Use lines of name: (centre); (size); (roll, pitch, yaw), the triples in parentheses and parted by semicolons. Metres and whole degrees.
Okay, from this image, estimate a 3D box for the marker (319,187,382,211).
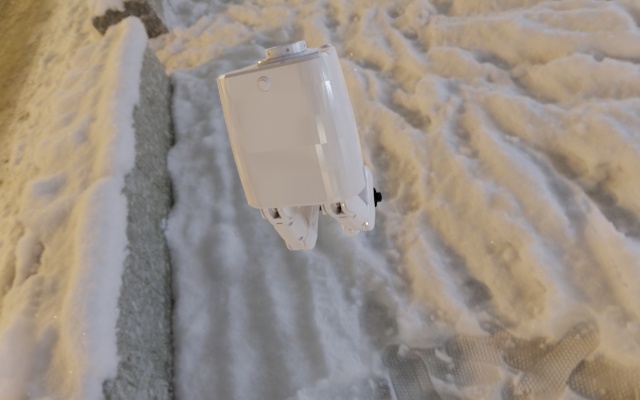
marker: (0.000, 0.002, 0.464); (0.121, 0.020, 0.020); (-5, -2, 23)
